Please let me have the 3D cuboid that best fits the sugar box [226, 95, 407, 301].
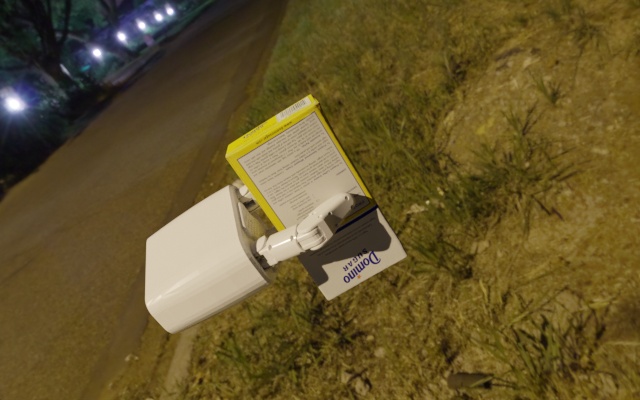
[{"bbox_3d":[0.000,0.001,0.449,0.093,0.176,0.048,-30,24,6],"label":"sugar box"}]
